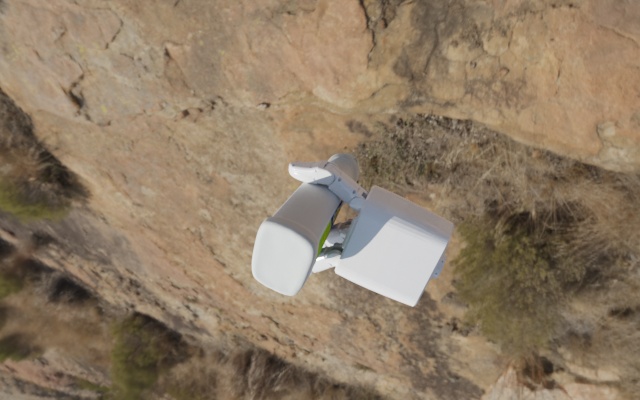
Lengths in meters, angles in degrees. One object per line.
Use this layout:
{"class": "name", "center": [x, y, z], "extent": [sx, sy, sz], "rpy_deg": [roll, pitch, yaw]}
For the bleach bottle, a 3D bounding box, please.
{"class": "bleach bottle", "center": [0.000, 0.002, 0.609], "extent": [0.068, 0.103, 0.250], "rpy_deg": [25, 39, 7]}
